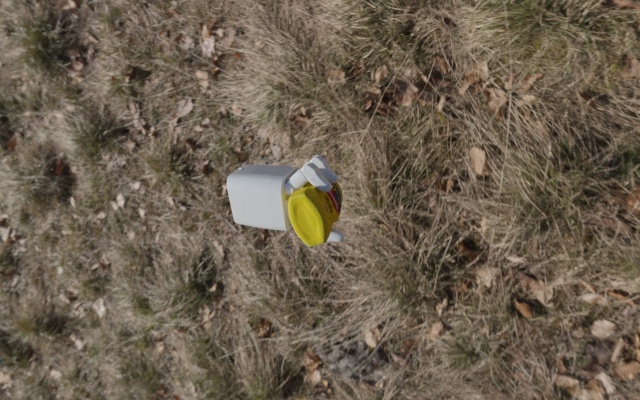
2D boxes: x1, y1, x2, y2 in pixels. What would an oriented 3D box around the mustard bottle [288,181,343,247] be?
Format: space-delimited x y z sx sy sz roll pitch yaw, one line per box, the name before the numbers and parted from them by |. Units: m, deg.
mustard bottle | 0.000 0.003 0.867 0.058 0.096 0.191 -19 14 20
